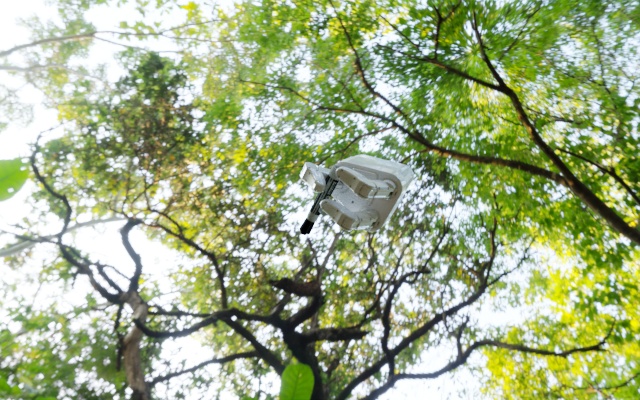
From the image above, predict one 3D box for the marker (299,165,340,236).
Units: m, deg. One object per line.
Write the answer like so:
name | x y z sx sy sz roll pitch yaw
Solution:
marker | 0.000 0.002 0.704 0.020 0.121 0.020 23 24 -11
